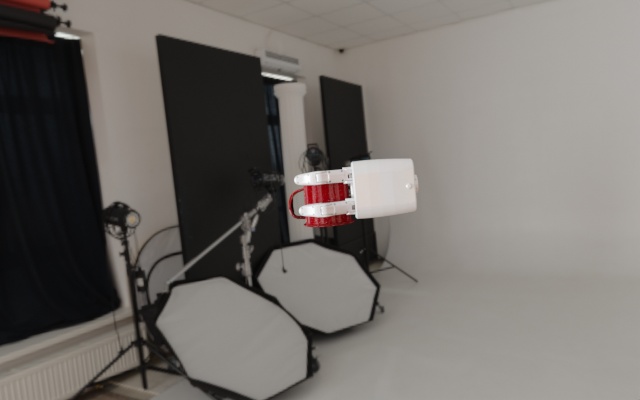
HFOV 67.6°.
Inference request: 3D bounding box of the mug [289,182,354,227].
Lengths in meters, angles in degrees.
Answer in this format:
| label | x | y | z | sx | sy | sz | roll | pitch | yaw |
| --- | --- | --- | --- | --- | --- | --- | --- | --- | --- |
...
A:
| label | x | y | z | sx | sy | sz | roll | pitch | yaw |
| --- | --- | --- | --- | --- | --- | --- | --- | --- | --- |
| mug | -0.001 | 0.003 | 0.871 | 0.117 | 0.081 | 0.093 | -5 | 4 | 2 |
